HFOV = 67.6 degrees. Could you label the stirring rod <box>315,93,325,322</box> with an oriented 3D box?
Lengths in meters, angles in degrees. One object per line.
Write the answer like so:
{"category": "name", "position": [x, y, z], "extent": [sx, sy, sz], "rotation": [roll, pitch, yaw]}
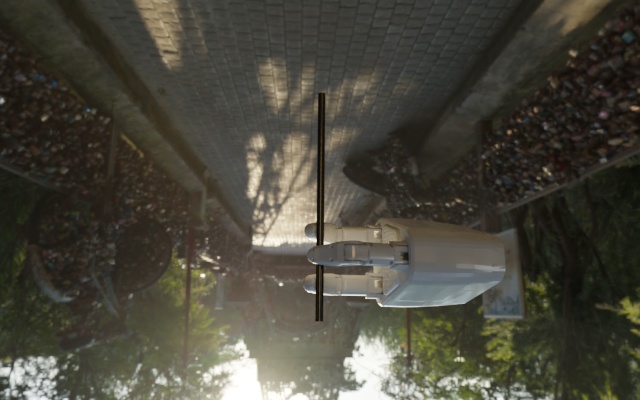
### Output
{"category": "stirring rod", "position": [0.000, 0.002, 0.496], "extent": [0.011, 0.239, 0.011], "rotation": [1, -12, 0]}
